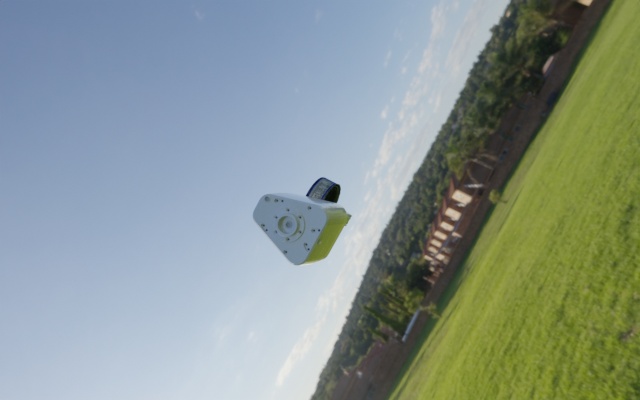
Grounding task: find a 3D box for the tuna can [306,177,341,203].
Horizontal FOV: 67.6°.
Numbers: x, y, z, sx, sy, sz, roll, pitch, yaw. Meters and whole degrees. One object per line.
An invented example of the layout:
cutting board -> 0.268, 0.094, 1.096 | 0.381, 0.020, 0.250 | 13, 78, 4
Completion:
tuna can -> 0.000, 0.003, 0.843 | 0.033, 0.086, 0.086 | 28, 9, 17
